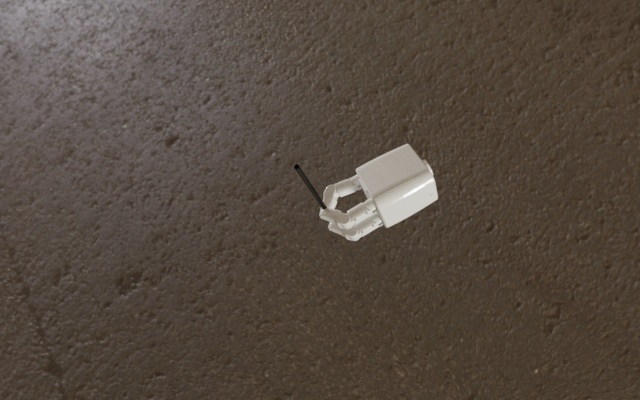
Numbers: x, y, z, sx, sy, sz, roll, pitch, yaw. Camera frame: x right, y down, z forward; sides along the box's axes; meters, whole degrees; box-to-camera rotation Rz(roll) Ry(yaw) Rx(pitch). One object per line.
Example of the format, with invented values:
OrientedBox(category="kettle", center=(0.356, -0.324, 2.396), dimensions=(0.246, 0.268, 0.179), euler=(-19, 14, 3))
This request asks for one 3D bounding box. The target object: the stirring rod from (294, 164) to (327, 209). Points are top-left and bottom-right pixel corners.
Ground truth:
OrientedBox(category="stirring rod", center=(0.000, 0.003, 0.799), dimensions=(0.011, 0.011, 0.240), euler=(0, -26, 19))
